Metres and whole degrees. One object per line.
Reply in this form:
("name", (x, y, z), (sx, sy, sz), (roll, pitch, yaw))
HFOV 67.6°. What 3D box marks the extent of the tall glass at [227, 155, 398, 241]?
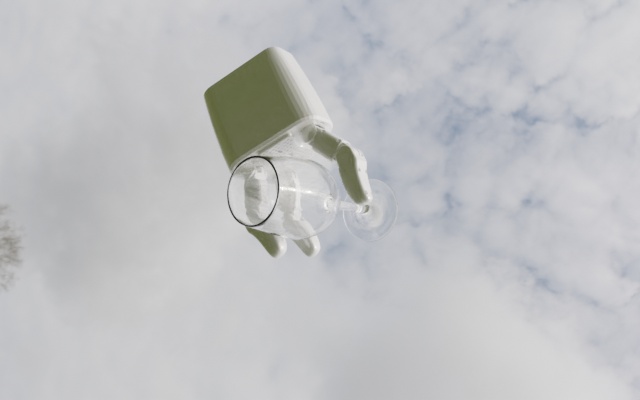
("tall glass", (0.001, 0.002, 0.485), (0.079, 0.079, 0.201), (0, -5, 36))
